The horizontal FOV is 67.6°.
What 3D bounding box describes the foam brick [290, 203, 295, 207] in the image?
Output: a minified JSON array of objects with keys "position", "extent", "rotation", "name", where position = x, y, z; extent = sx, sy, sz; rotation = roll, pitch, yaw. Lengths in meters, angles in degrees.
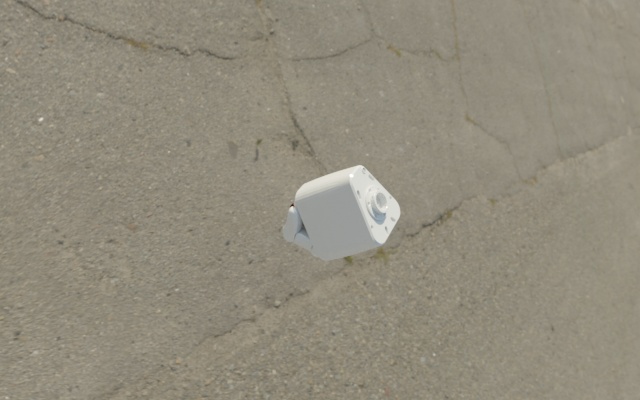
[{"position":[0.000,0.002,0.768],"extent":[0.051,0.053,0.078],"rotation":[-20,22,41],"name":"foam brick"}]
